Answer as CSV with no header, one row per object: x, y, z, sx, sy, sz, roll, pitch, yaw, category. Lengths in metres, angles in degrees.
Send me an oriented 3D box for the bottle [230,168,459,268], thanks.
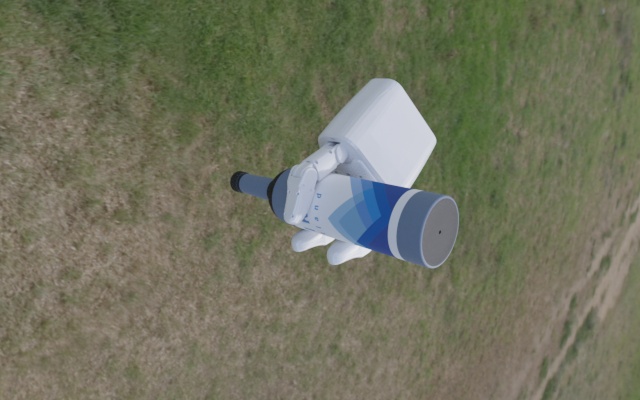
0.000,0.002,0.520,0.295,0.069,0.069,14,9,42,bottle
